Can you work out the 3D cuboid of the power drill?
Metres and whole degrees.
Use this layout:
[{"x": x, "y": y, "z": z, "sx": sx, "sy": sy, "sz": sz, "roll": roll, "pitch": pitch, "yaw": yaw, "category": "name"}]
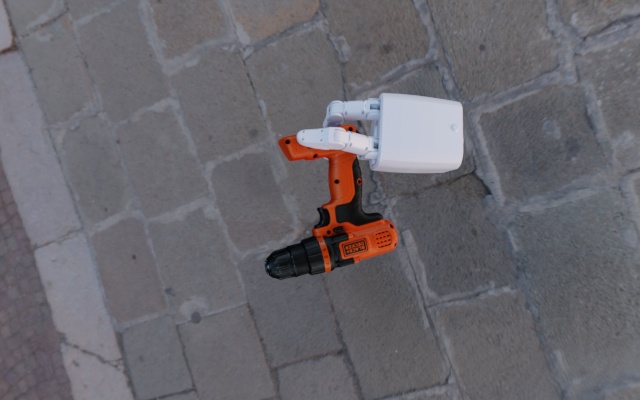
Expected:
[{"x": 0.000, "y": 0.002, "z": 0.638, "sx": 0.184, "sy": 0.187, "sz": 0.057, "roll": -14, "pitch": 7, "yaw": -13, "category": "power drill"}]
